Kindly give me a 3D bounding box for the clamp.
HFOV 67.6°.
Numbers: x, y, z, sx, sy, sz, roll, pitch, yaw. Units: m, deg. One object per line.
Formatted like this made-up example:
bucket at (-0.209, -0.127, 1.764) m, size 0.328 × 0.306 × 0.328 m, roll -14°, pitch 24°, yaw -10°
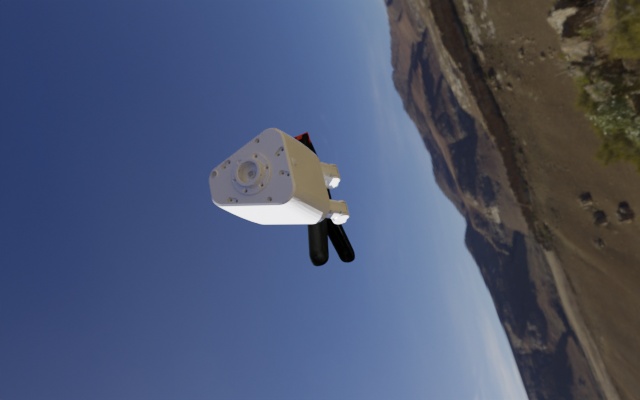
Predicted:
clamp at (-0.001, 0.002, 0.715) m, size 0.036 × 0.210 × 0.164 m, roll -19°, pitch -18°, yaw 14°
